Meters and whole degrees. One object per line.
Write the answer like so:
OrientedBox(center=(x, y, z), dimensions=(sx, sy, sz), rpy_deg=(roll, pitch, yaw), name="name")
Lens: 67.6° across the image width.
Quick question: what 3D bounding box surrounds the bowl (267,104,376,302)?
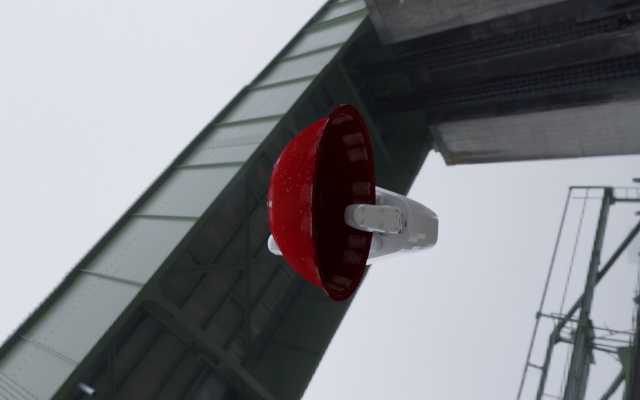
OrientedBox(center=(-0.001, 0.001, 0.404), dimensions=(0.055, 0.162, 0.162), rpy_deg=(2, 1, 21), name="bowl")
